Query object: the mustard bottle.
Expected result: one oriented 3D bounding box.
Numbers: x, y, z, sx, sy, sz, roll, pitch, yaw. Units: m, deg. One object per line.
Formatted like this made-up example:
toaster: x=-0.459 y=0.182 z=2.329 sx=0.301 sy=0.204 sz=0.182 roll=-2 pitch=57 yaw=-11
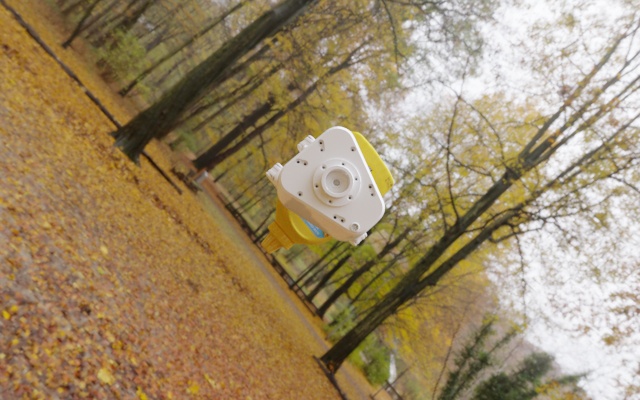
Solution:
mustard bottle: x=0.000 y=0.002 z=0.635 sx=0.191 sy=0.096 sz=0.058 roll=-41 pitch=21 yaw=-6
